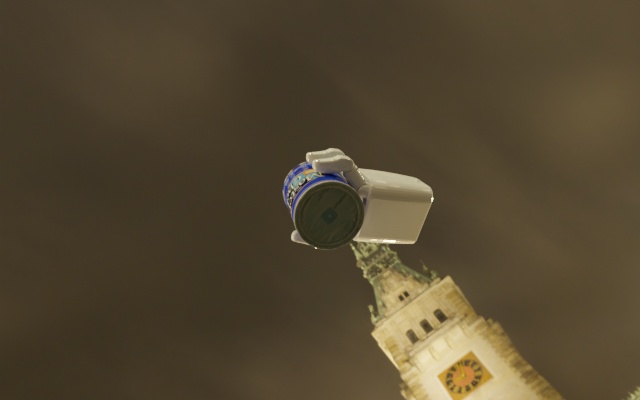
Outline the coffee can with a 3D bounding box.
[{"bbox_3d":[0.000,0.003,0.741,0.103,0.103,0.140,0,17,-12],"label":"coffee can"}]
